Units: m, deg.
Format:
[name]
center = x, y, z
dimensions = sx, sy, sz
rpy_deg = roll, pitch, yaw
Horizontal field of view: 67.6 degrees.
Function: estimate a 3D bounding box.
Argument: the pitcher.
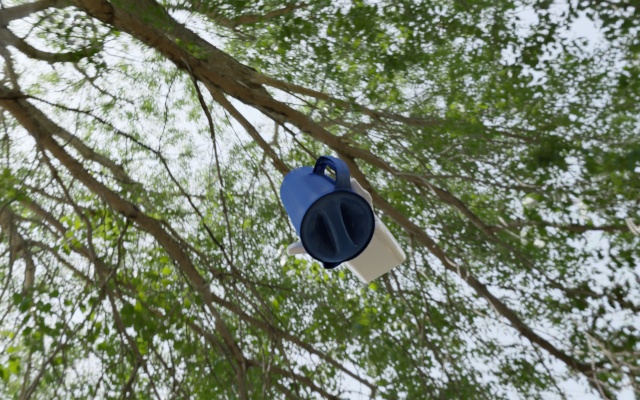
[pitcher]
center = 0.000, 0.003, 0.898
dimensions = 0.149, 0.145, 0.242
rpy_deg = -42, 25, -1
